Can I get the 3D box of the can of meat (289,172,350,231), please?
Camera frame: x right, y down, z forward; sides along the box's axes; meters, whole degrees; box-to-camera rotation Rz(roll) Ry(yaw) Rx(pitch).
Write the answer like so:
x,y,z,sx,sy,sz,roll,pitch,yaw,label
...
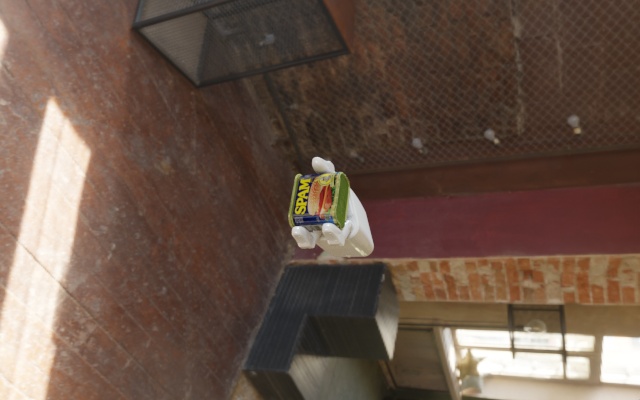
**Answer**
x,y,z,sx,sy,sz,roll,pitch,yaw,label
0.000,0.003,0.811,0.084,0.102,0.057,-4,-31,23,can of meat
